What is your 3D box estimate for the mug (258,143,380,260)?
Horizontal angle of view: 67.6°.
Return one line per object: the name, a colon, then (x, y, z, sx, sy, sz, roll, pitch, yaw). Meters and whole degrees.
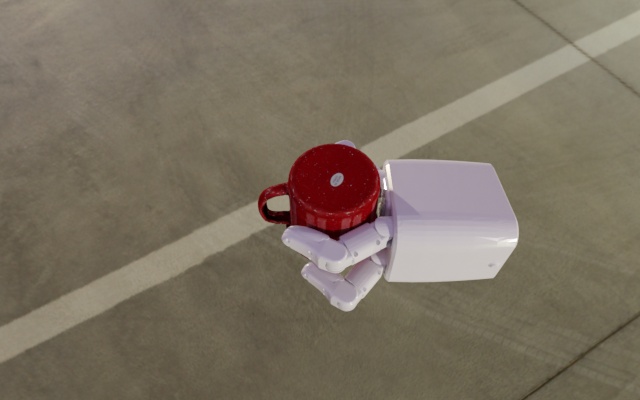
mug: (-0.001, 0.001, 0.446, 0.117, 0.093, 0.082, 0, -33, 0)
